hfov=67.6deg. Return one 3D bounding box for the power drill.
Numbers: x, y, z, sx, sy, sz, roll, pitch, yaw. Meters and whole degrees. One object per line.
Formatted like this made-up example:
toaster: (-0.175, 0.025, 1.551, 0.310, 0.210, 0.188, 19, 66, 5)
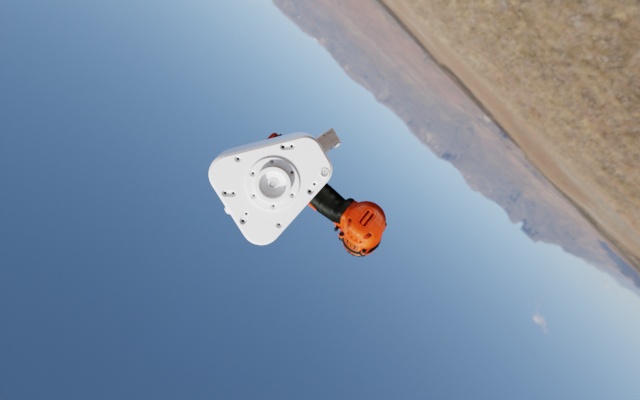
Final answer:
power drill: (0.000, 0.002, 0.622, 0.187, 0.057, 0.184, 35, -13, 9)
